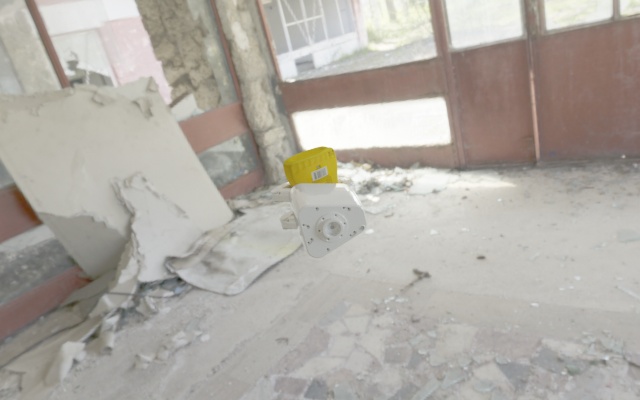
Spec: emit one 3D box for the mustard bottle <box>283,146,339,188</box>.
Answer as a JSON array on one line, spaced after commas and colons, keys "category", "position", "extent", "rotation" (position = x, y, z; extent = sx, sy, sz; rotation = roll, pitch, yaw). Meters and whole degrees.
[{"category": "mustard bottle", "position": [0.000, 0.003, 0.882], "extent": [0.096, 0.192, 0.058], "rotation": [-25, 23, -27]}]
